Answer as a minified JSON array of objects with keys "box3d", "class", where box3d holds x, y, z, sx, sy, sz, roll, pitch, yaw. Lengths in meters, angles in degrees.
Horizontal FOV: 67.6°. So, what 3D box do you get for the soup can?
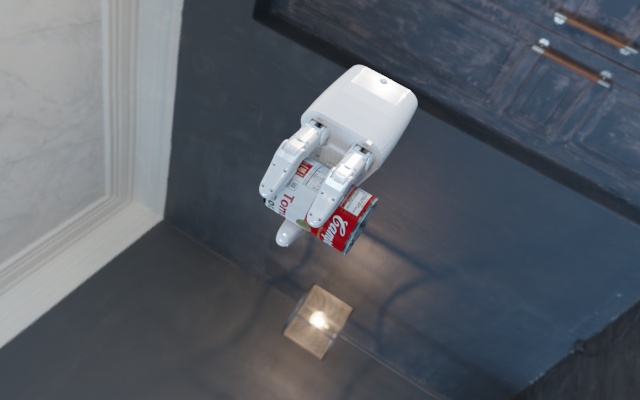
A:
[{"box3d":[0.000,0.002,0.500,0.102,0.068,0.068,31,6,10],"class":"soup can"}]
